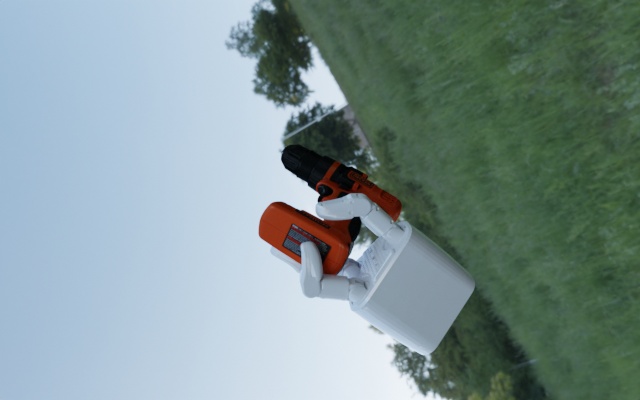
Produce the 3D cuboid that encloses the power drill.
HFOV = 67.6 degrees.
[{"bbox_3d":[0.000,0.002,0.597,0.184,0.057,0.187,29,33,10],"label":"power drill"}]
